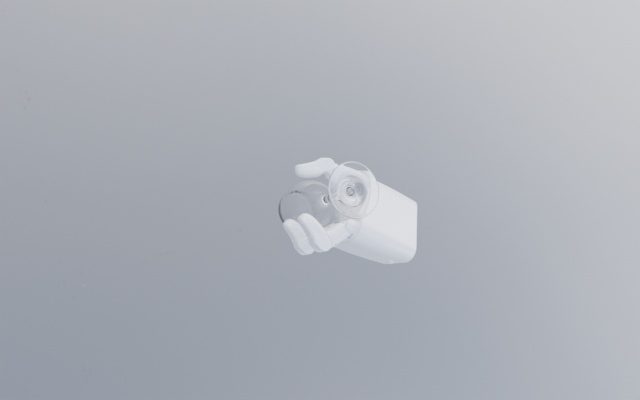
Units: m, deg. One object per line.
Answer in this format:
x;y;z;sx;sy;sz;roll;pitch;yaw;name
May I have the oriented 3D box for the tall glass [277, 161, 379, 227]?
0.000;0.002;0.694;0.079;0.079;0.201;0;-9;-27;tall glass
